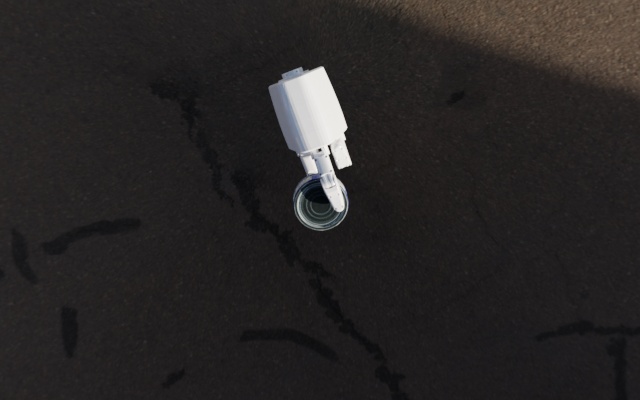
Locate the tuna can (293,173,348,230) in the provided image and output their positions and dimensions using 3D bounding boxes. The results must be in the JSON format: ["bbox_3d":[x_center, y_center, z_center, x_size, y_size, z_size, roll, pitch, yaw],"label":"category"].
[{"bbox_3d":[0.000,0.003,0.741,0.086,0.086,0.033,0,18,-3],"label":"tuna can"}]
